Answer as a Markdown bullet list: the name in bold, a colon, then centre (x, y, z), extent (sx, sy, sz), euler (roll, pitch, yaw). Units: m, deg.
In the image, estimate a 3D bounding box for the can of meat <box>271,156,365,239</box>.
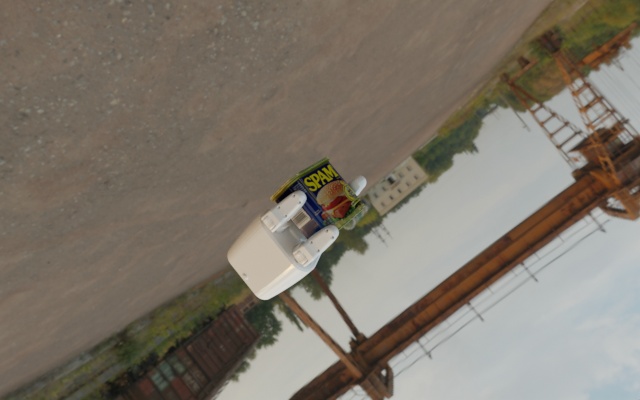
- **can of meat**: centre (0.000, 0.002, 0.607), extent (0.057, 0.084, 0.102), euler (-42, -4, 36)
